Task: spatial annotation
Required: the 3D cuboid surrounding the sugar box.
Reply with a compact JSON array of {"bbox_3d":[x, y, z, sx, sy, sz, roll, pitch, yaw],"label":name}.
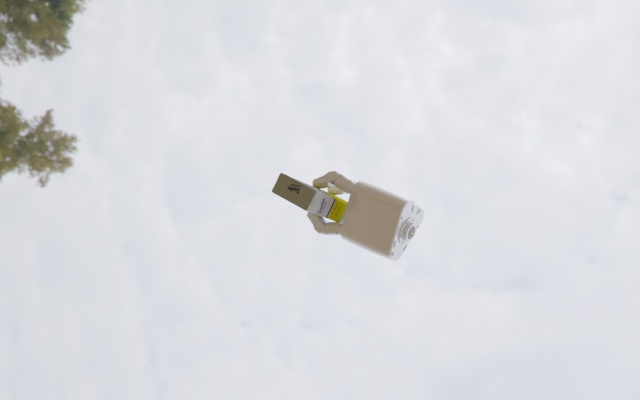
[{"bbox_3d":[0.001,0.003,0.892,0.093,0.048,0.176,28,1,36],"label":"sugar box"}]
